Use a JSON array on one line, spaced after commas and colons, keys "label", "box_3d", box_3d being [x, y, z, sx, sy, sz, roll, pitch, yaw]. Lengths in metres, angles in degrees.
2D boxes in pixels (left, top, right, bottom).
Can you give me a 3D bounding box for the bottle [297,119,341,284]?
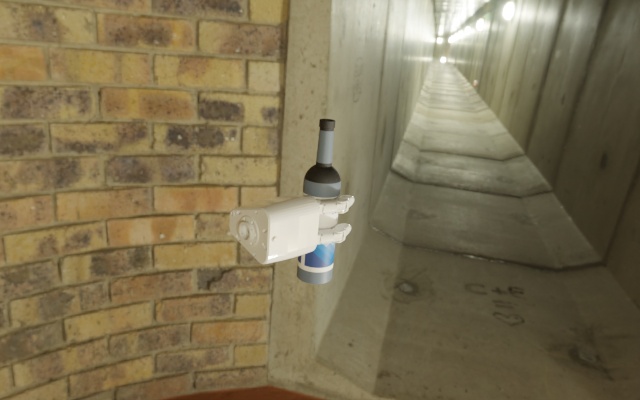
[{"label": "bottle", "box_3d": [0.000, 0.003, 0.855, 0.069, 0.296, 0.069, 4, 18, -1]}]
